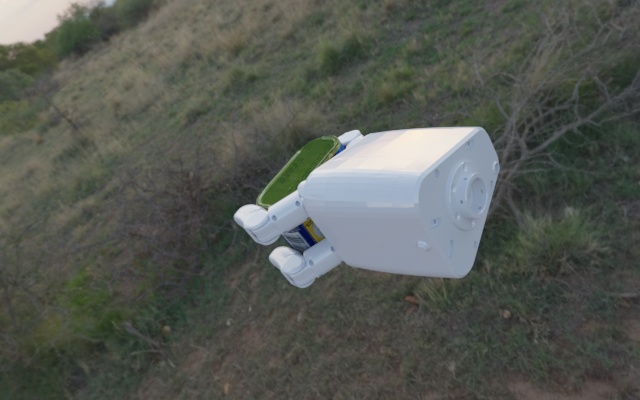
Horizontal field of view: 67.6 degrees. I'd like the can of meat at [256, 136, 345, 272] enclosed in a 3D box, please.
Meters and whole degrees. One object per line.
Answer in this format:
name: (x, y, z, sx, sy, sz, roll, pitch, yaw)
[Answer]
can of meat: (0.000, 0.001, 0.452, 0.057, 0.102, 0.084, 6, -40, 49)
